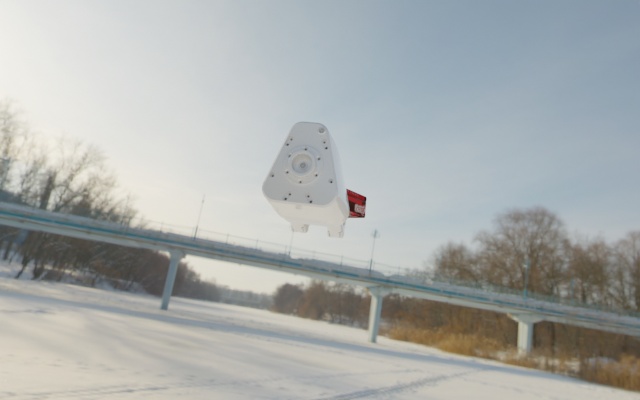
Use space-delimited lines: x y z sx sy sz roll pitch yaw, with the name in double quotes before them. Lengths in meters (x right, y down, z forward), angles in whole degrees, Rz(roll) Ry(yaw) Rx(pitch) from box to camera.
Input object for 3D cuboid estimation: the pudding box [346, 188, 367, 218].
"pudding box" 0.000 0.002 0.725 0.113 0.039 0.090 0 -14 38
